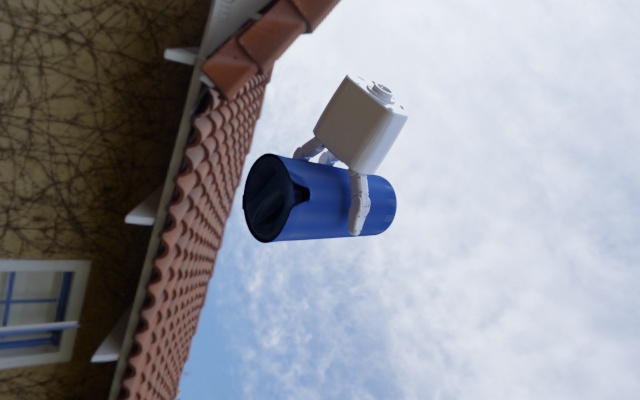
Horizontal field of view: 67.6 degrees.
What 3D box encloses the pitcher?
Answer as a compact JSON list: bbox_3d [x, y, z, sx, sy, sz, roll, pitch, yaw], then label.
[{"bbox_3d":[0.000,0.002,0.783,0.243,0.145,0.149,4,37,-39],"label":"pitcher"}]
